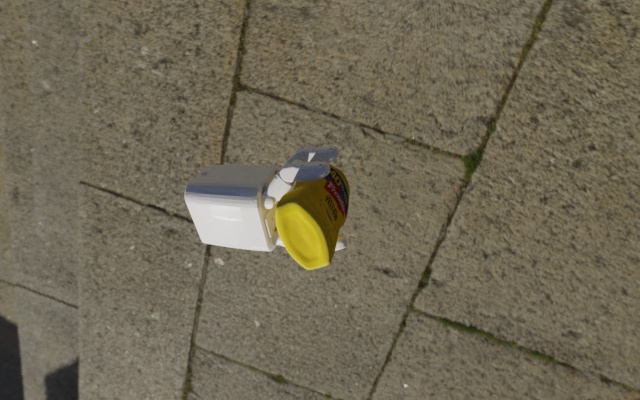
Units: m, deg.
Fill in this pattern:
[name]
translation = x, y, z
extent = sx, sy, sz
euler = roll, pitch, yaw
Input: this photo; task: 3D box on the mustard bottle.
[mustard bottle]
translation = 0.000, 0.002, 0.639
extent = 0.058, 0.096, 0.191
euler = -19, 20, 22
